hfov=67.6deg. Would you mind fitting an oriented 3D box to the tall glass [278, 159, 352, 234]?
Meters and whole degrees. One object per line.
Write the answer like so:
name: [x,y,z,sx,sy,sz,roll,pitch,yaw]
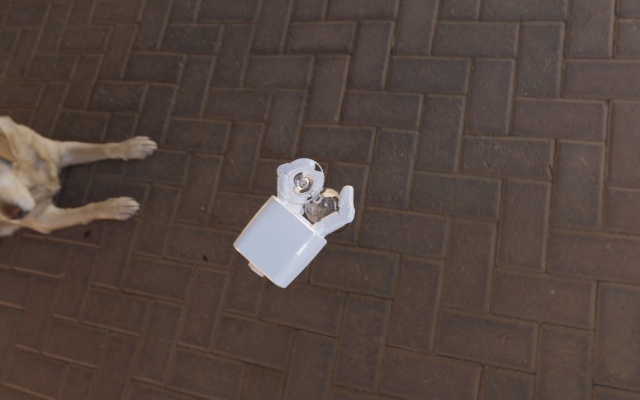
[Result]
tall glass: [0.000,0.002,0.810,0.079,0.079,0.201,0,-18,19]
